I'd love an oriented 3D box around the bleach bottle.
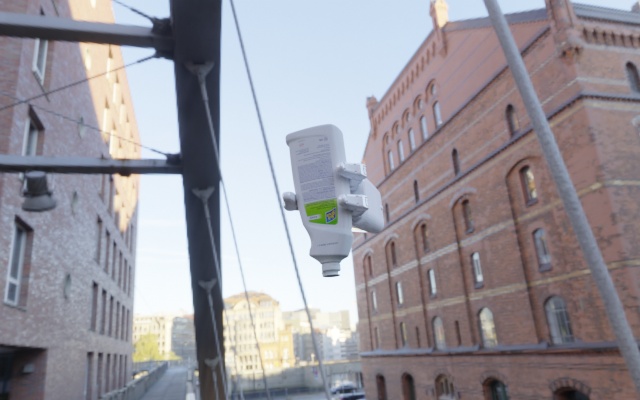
[{"bbox_3d":[0.000,0.003,0.799,0.102,0.250,0.068,-12,-18,22],"label":"bleach bottle"}]
